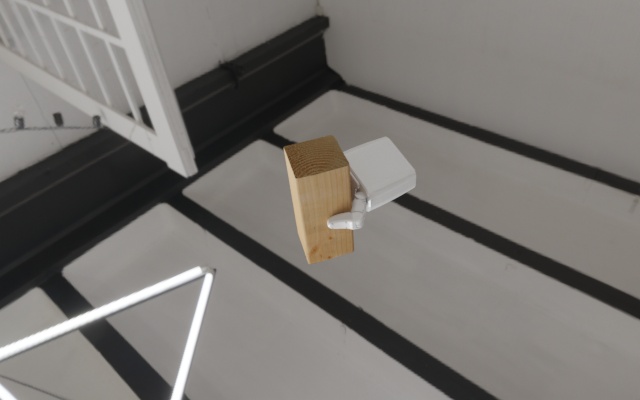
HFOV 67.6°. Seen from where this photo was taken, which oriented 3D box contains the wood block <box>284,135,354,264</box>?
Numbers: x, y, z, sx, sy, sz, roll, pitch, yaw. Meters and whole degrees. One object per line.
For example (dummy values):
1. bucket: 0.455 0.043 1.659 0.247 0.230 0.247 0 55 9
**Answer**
1. wood block: 0.001 0.003 0.833 0.090 0.206 0.090 -15 43 -9
